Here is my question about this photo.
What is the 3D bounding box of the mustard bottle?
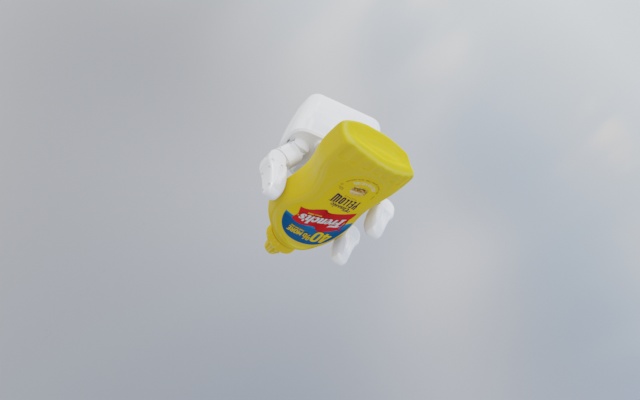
[{"bbox_3d":[0.000,0.002,0.511,0.096,0.058,0.192,21,-48,-35],"label":"mustard bottle"}]
